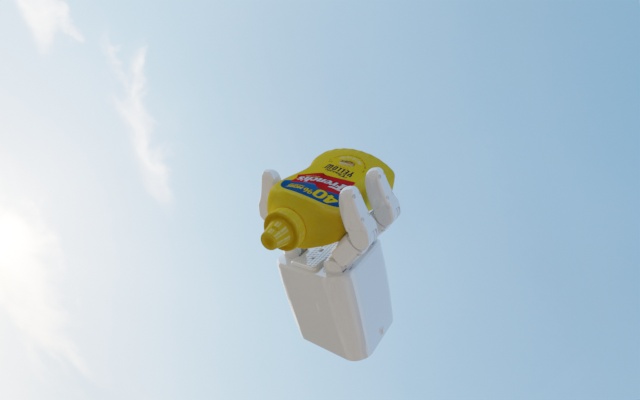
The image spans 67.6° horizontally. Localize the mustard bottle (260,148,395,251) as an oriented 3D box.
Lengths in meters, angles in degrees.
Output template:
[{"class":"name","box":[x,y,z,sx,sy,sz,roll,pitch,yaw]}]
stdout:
[{"class":"mustard bottle","box":[0.000,0.001,0.502,0.096,0.058,0.191,22,33,22]}]
